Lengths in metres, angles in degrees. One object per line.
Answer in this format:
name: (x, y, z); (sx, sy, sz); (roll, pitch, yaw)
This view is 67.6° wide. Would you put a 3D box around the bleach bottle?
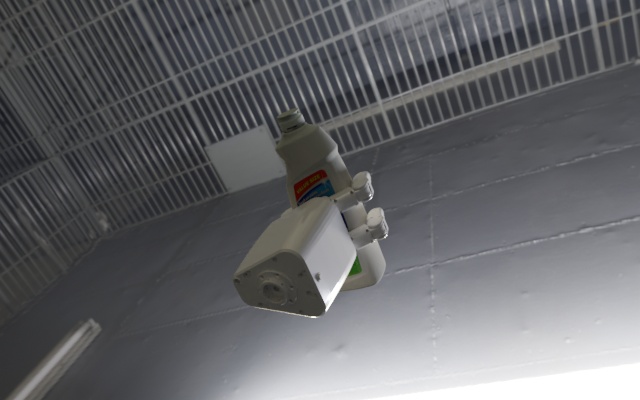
bleach bottle: (0.000, 0.002, 0.629); (0.102, 0.251, 0.068); (-13, 24, 28)
